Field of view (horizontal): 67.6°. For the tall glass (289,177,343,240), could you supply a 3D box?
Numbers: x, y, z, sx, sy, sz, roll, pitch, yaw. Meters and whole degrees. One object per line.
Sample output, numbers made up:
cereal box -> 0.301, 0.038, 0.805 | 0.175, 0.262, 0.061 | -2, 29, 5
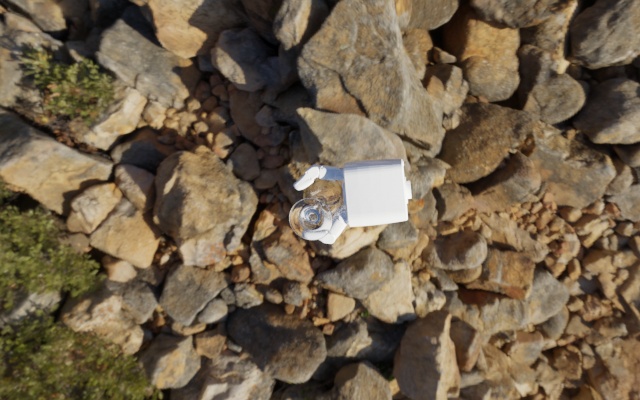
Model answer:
tall glass -> 0.000, 0.003, 0.885 | 0.079, 0.079, 0.201 | 0, 17, 9
